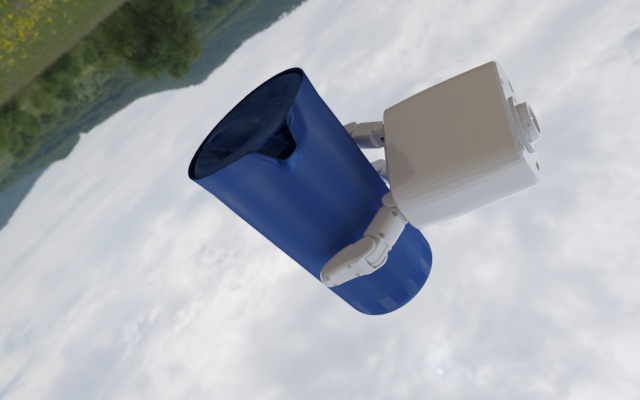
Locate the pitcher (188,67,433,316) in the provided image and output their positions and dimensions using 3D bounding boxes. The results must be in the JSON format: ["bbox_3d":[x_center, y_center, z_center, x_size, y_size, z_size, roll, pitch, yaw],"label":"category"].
[{"bbox_3d":[0.000,0.002,0.471,0.145,0.149,0.243,-24,-56,32],"label":"pitcher"}]
